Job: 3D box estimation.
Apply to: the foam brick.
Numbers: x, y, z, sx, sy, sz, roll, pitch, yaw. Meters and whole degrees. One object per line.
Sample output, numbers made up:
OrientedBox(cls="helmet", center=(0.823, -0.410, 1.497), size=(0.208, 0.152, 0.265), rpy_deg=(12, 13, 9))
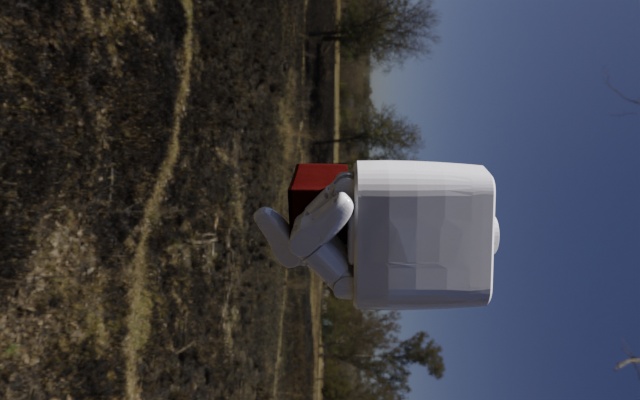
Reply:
OrientedBox(cls="foam brick", center=(0.000, 0.001, 0.442), size=(0.051, 0.053, 0.078), rpy_deg=(0, 22, 3))
